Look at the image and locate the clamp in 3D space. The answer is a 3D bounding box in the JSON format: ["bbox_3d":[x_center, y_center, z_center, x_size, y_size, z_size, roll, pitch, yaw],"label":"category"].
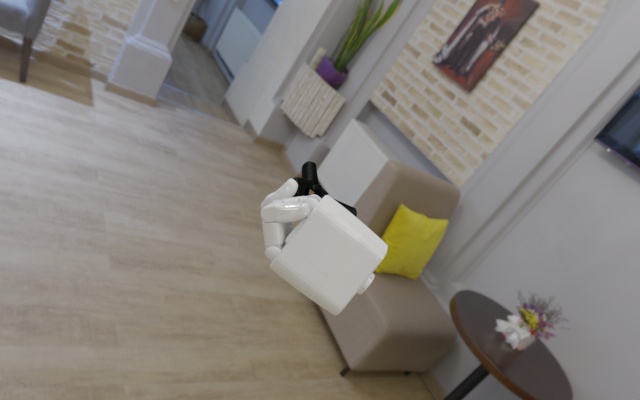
[{"bbox_3d":[0.000,0.002,0.712,0.120,0.039,0.171,40,23,-1],"label":"clamp"}]
